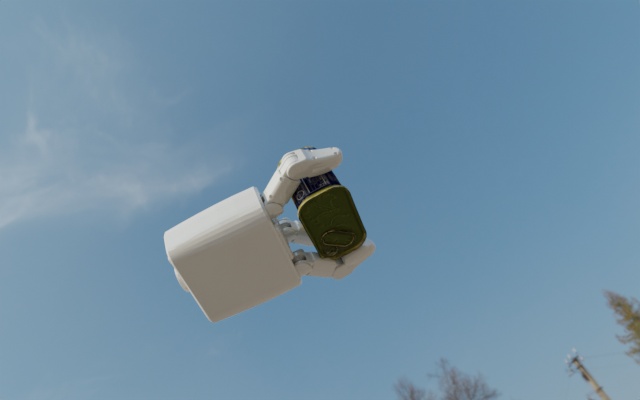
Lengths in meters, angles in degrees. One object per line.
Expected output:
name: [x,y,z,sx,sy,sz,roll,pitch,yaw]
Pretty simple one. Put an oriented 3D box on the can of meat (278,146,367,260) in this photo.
can of meat: [0.000,0.001,0.522,0.057,0.102,0.084,-28,44,-2]
